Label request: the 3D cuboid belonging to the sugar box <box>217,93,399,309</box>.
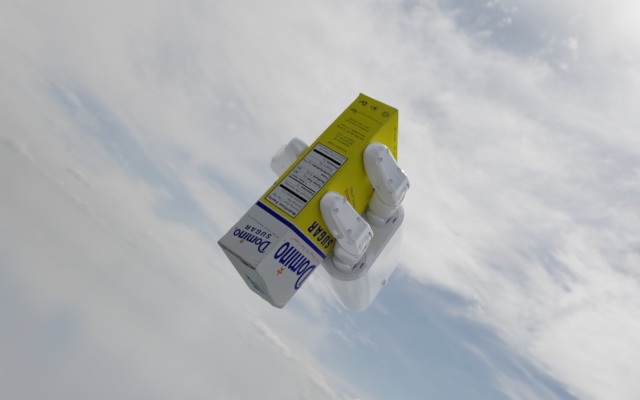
[{"bbox_3d":[0.001,0.002,0.402,0.048,0.176,0.093,30,-22,24],"label":"sugar box"}]
